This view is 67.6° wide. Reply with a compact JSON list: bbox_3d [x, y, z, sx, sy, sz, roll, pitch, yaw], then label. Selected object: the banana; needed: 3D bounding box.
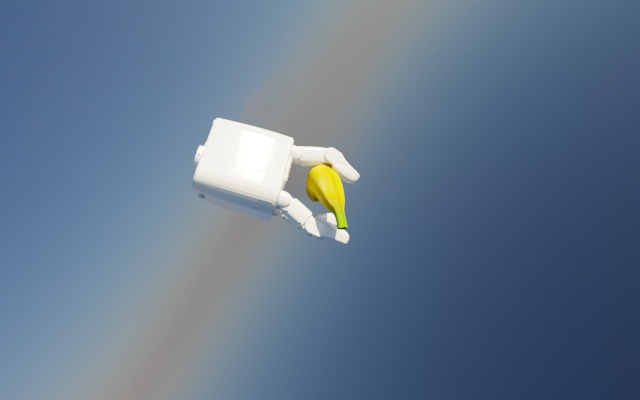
[{"bbox_3d":[0.001,-0.016,0.653,0.037,0.069,0.197,0,11,-9],"label":"banana"}]
